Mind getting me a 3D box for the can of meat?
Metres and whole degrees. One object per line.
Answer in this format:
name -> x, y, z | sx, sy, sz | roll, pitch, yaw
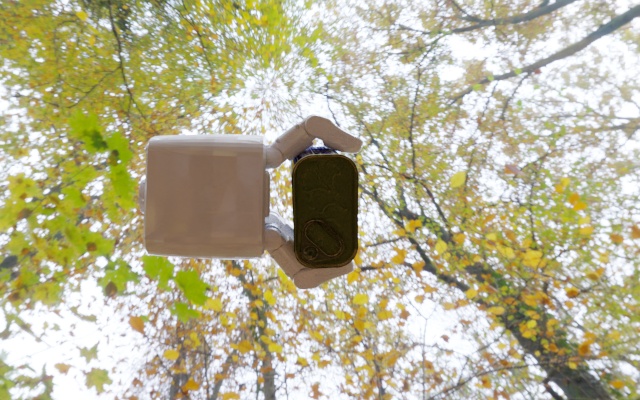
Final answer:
can of meat -> 0.000, 0.001, 0.450 | 0.057, 0.102, 0.084 | -3, 14, -6
